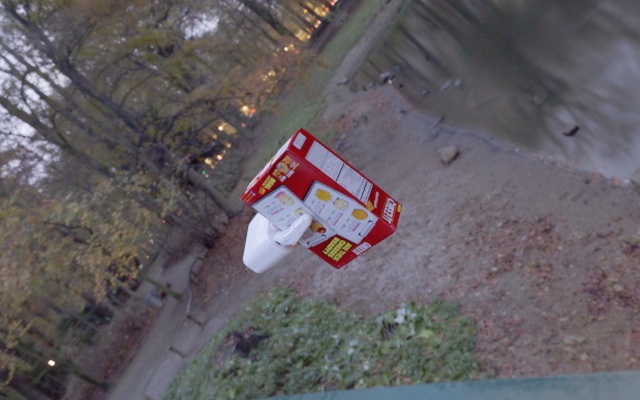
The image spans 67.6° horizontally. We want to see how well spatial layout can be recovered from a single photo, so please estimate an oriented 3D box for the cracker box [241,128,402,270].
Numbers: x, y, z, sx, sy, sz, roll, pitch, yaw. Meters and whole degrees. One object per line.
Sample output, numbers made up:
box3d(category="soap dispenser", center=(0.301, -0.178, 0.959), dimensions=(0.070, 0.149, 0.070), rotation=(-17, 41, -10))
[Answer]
box3d(category="cracker box", center=(0.000, 0.003, 0.788), dimensions=(0.214, 0.072, 0.164), rotation=(36, -44, -13))
